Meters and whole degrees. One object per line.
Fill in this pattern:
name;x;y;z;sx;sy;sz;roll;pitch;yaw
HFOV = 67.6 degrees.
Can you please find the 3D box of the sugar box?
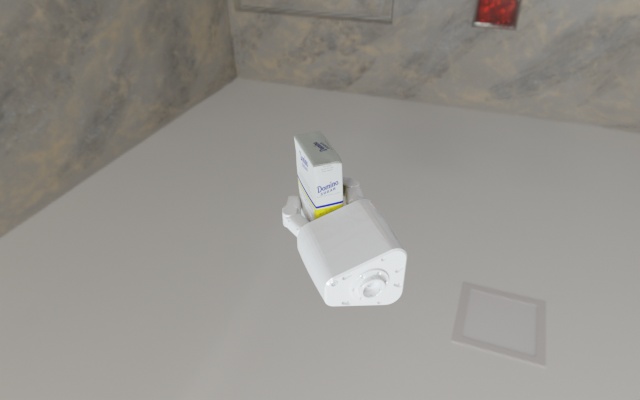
sugar box;0.001;0.002;0.671;0.048;0.176;0.093;-11;36;-15
